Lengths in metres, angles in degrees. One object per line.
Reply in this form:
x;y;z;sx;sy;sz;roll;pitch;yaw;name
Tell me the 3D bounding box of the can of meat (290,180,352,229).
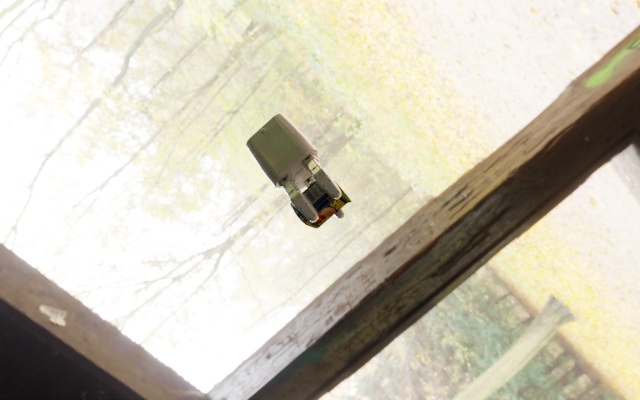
0.000;0.003;0.861;0.084;0.057;0.102;-41;-18;6;can of meat
